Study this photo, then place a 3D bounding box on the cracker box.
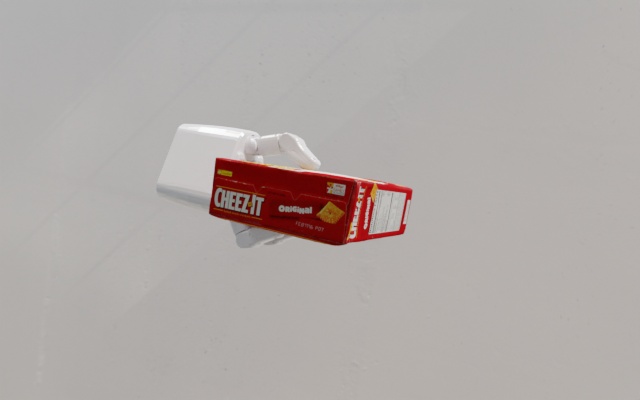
[{"bbox_3d":[0.000,0.002,0.566,0.164,0.072,0.214,10,4,25],"label":"cracker box"}]
